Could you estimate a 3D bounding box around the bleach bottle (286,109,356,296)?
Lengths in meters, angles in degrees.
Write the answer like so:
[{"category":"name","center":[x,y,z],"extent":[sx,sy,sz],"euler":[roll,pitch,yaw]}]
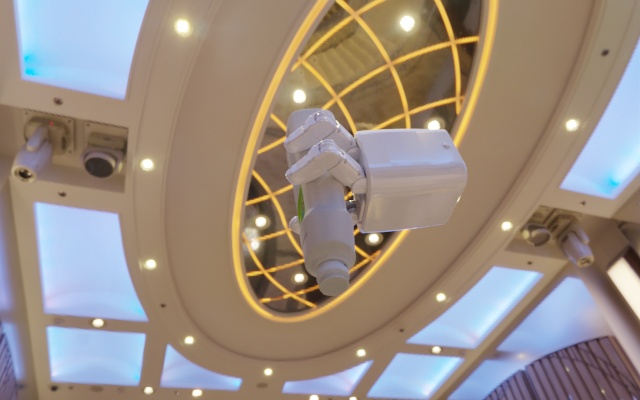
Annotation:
[{"category":"bleach bottle","center":[0.000,0.002,0.534],"extent":[0.068,0.103,0.250],"euler":[-4,42,-4]}]
